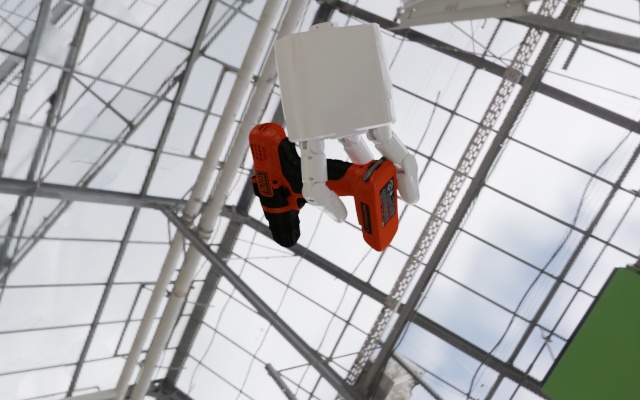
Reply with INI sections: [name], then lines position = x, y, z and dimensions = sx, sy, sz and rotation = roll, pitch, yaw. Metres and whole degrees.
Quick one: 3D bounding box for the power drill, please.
[power drill]
position = 0.000, 0.002, 0.586
dimensions = 0.187, 0.185, 0.057
rotation = 14, 42, 29
